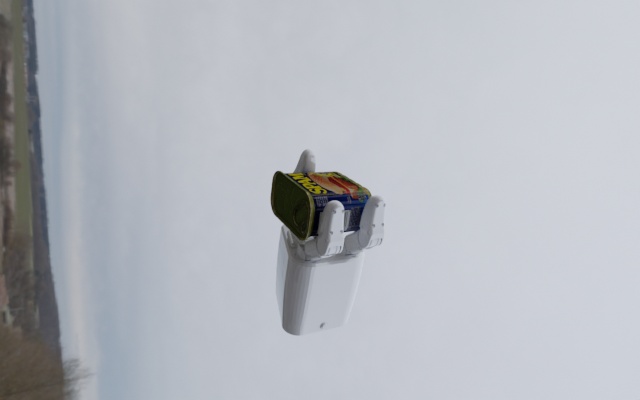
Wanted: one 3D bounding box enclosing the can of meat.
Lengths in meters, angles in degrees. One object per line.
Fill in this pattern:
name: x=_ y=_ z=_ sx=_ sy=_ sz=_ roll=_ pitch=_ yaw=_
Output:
can of meat: x=0.000 y=0.002 z=0.562 sx=0.084 sy=0.057 sz=0.102 roll=-4 pitch=23 yaw=-29
